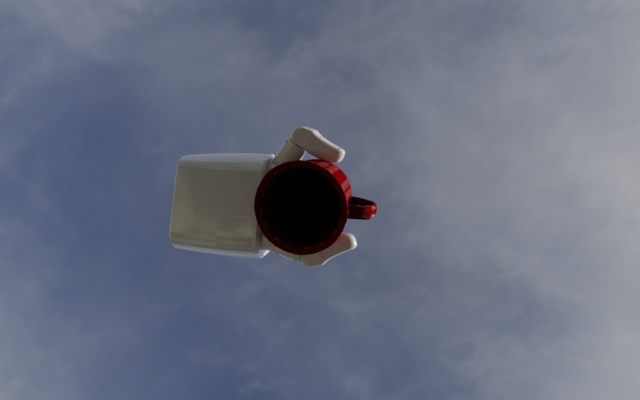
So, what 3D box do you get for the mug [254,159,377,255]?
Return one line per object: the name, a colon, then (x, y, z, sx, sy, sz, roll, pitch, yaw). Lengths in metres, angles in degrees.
mug: (0.002, 0.002, 0.493, 0.117, 0.093, 0.081, 5, 11, 11)
